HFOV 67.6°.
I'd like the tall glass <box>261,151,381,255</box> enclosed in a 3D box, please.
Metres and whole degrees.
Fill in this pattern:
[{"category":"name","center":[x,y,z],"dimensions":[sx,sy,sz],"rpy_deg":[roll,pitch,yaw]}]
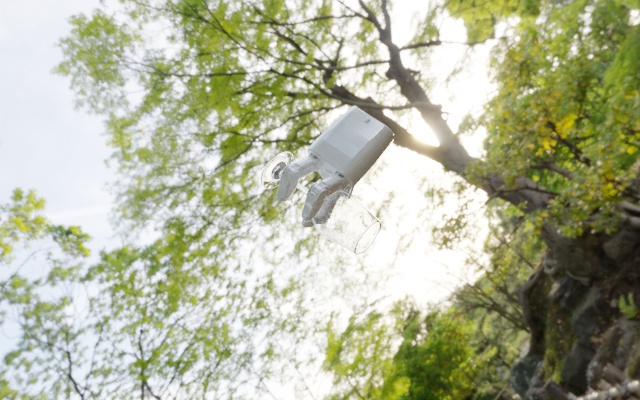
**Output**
[{"category":"tall glass","center":[0.000,0.002,0.756],"dimensions":[0.201,0.079,0.079],"rpy_deg":[37,18,25]}]
